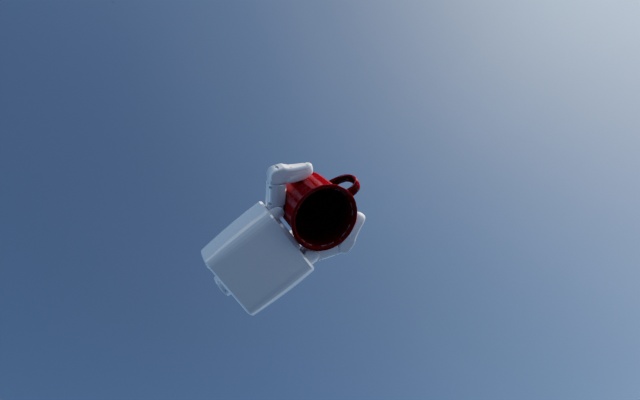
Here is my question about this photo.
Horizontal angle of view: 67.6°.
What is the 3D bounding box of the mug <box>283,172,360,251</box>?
[{"bbox_3d":[0.001,0.001,0.648,0.117,0.093,0.081,-38,31,-6],"label":"mug"}]
